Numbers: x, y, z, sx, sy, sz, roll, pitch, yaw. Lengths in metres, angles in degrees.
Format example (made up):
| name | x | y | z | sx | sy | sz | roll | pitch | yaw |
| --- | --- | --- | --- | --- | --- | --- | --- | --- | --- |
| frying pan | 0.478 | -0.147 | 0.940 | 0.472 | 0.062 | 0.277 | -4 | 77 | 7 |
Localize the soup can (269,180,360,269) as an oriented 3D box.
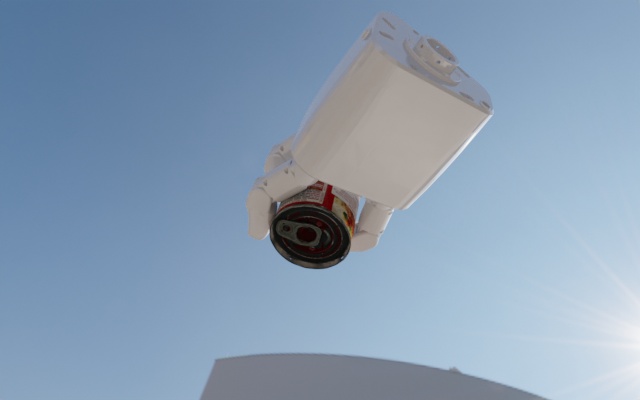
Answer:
| name | x | y | z | sx | sy | sz | roll | pitch | yaw |
| --- | --- | --- | --- | --- | --- | --- | --- | --- | --- |
| soup can | 0.000 | 0.002 | 0.426 | 0.068 | 0.069 | 0.102 | 0 | 36 | 13 |
